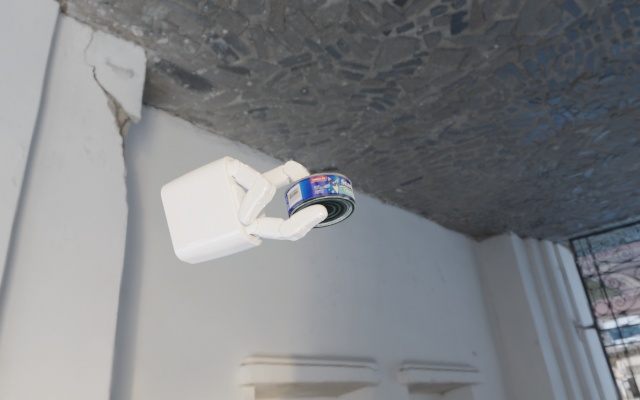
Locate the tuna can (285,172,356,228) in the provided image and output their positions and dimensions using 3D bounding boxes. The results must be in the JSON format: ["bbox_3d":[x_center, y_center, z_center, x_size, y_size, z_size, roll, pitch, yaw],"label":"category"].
[{"bbox_3d":[0.000,0.002,0.593,0.086,0.033,0.086,-9,-28,-5],"label":"tuna can"}]
